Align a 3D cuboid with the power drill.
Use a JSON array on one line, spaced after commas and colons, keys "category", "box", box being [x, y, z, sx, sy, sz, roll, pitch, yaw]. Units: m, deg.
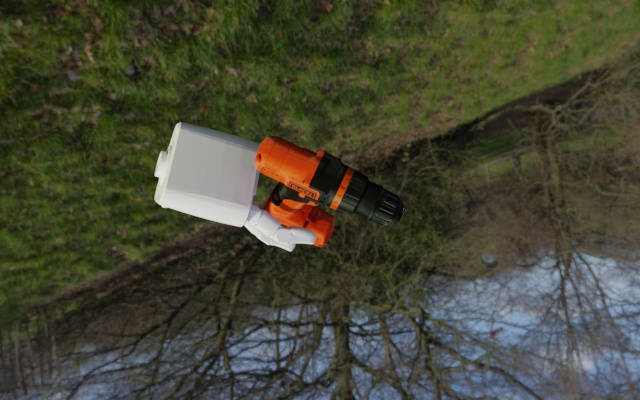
[{"category": "power drill", "box": [0.000, 0.002, 0.617, 0.184, 0.057, 0.188, 26, -25, -1]}]
